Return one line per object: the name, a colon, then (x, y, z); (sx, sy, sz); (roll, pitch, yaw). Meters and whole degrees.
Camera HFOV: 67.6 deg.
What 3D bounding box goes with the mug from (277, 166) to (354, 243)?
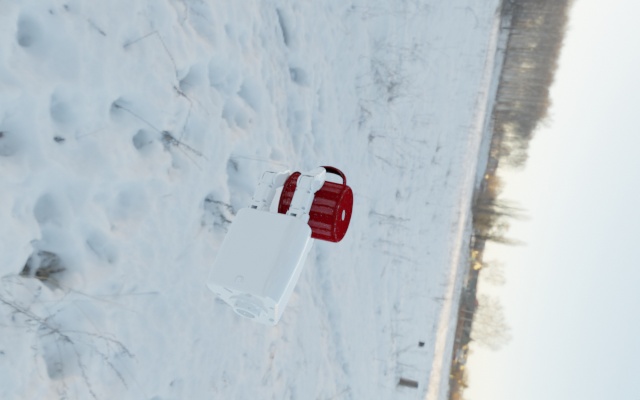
mug: (0.001, 0.001, 0.668); (0.081, 0.117, 0.093); (12, -30, 18)
